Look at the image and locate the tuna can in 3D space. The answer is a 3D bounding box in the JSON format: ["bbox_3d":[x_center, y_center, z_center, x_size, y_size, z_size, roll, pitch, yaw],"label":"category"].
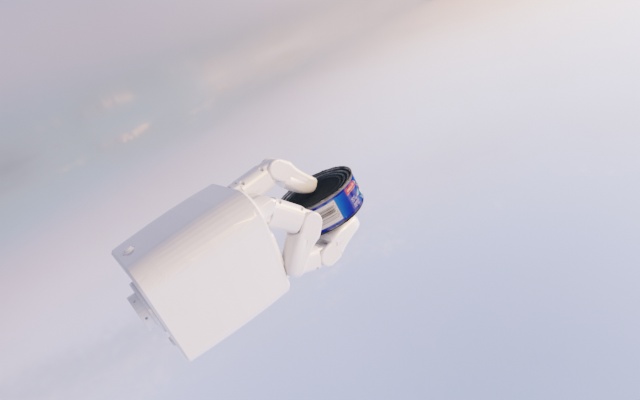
[{"bbox_3d":[0.000,0.002,0.487,0.086,0.034,0.086,-25,21,10],"label":"tuna can"}]
